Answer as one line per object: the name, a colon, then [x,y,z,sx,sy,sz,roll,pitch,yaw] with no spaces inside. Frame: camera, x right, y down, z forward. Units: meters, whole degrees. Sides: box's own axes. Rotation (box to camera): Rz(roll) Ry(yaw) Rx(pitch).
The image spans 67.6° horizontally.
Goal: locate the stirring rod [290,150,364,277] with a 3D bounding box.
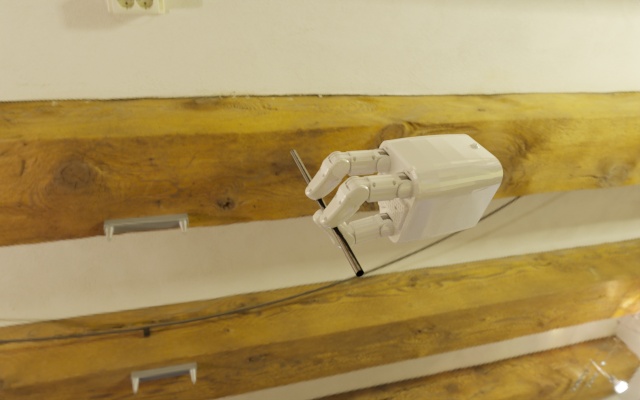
stirring rod: [0.000,0.002,0.528,0.011,0.011,0.239,0,33,-21]
